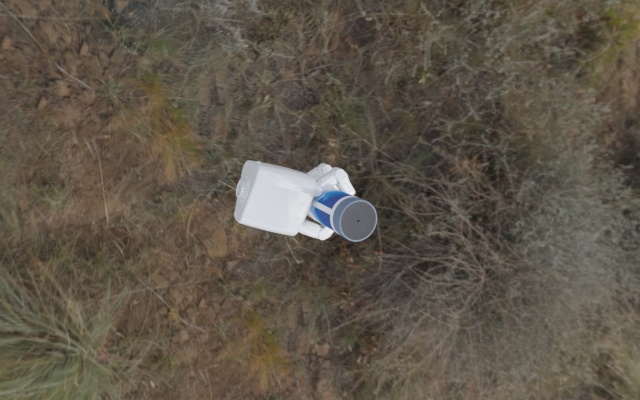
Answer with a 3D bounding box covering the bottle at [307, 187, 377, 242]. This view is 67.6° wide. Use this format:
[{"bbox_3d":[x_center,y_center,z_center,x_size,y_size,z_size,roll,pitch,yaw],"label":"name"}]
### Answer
[{"bbox_3d":[0.000,0.003,0.869,0.069,0.069,0.295,0,11,-24],"label":"bottle"}]
